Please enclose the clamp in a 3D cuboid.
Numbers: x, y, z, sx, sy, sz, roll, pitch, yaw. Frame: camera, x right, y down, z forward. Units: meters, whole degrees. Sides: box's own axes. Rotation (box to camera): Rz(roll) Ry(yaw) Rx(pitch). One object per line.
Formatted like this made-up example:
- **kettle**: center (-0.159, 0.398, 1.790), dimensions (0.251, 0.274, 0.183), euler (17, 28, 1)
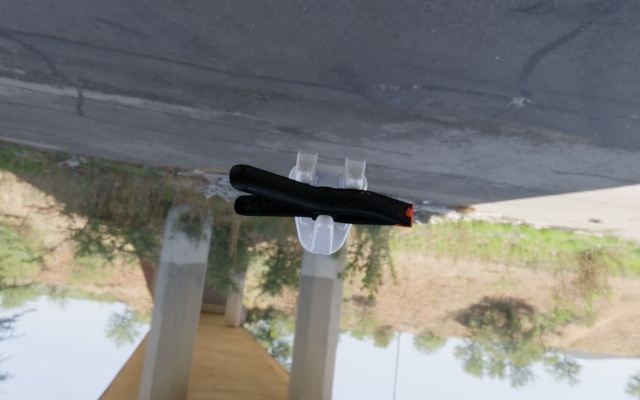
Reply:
- **clamp**: center (0.001, 0.003, 0.516), dimensions (0.210, 0.036, 0.164), euler (6, -11, 0)
